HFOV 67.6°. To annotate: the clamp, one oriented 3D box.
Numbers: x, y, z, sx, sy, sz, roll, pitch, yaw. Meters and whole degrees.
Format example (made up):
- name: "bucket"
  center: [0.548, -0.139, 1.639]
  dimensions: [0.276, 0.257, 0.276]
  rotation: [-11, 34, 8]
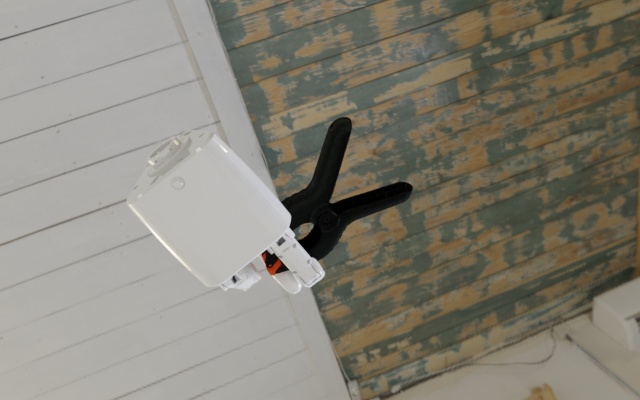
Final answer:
- name: "clamp"
  center: [0.000, 0.001, 0.476]
  dimensions: [0.171, 0.120, 0.039]
  rotation: [-38, 27, 0]
